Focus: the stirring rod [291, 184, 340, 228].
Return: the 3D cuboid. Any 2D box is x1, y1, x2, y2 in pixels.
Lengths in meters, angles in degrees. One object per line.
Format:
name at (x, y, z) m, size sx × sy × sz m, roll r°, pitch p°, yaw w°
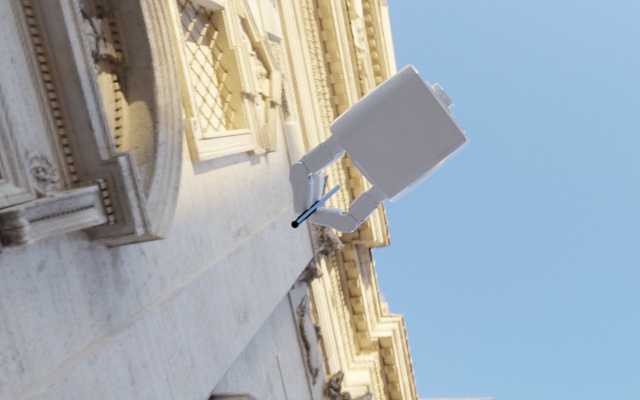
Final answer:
stirring rod at (0.000, 0.002, 0.591) m, size 0.011 × 0.011 × 0.239 m, roll 0°, pitch 11°, yaw 13°
